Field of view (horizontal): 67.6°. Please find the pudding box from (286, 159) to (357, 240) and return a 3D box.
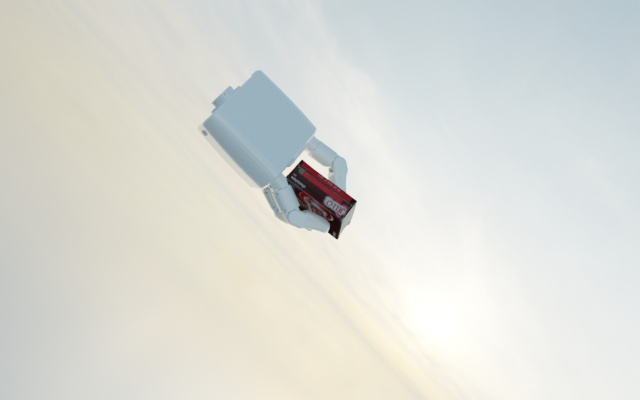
[{"bbox_3d":[0.000,0.002,0.633,0.090,0.039,0.113,38,-11,10],"label":"pudding box"}]
